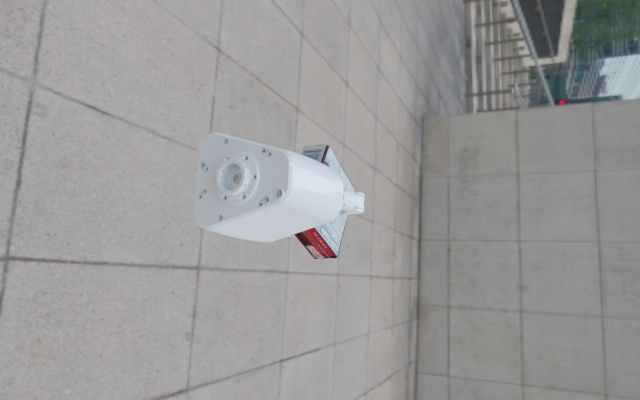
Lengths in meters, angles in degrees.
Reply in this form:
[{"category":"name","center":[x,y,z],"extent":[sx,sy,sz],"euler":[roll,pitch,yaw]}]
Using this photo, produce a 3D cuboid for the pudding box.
[{"category":"pudding box","center":[0.000,0.002,0.582],"extent":[0.039,0.113,0.090],"euler":[-2,-38,29]}]
